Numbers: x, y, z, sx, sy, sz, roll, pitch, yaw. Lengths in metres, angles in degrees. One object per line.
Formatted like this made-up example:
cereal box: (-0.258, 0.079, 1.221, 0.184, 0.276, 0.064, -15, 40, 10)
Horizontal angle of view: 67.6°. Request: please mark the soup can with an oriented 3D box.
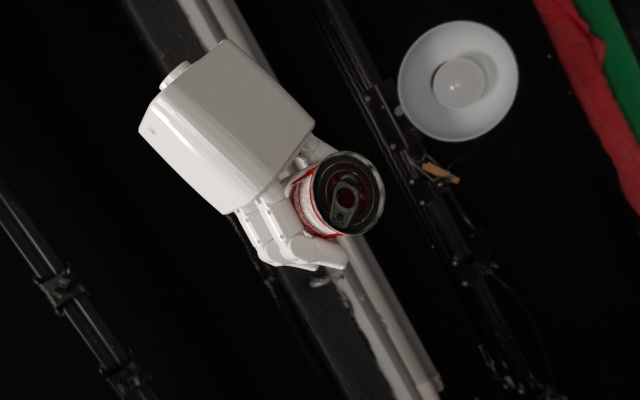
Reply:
soup can: (0.000, 0.002, 0.422, 0.068, 0.068, 0.102, 0, -9, -28)
